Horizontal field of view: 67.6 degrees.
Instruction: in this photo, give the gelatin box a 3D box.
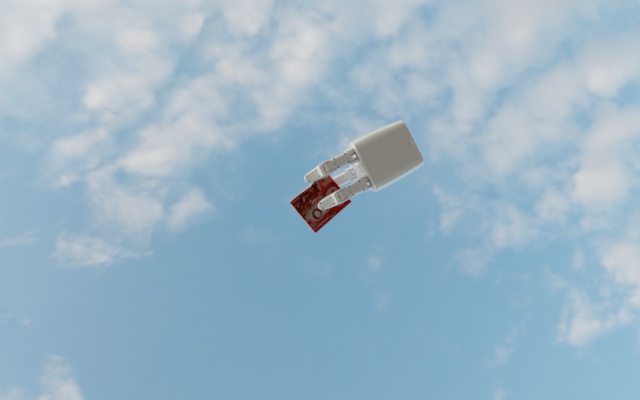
[{"bbox_3d":[0.000,0.003,0.868,0.089,0.073,0.030,-40,3,-3],"label":"gelatin box"}]
